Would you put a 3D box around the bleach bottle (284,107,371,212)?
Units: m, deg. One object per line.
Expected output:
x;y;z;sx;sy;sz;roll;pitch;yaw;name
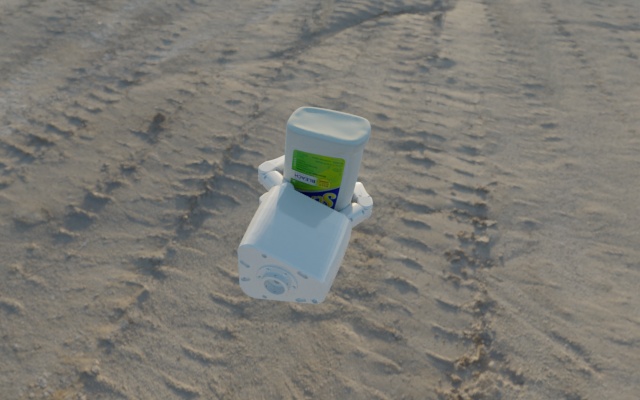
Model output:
0.000;0.002;0.644;0.102;0.251;0.068;14;42;10;bleach bottle
